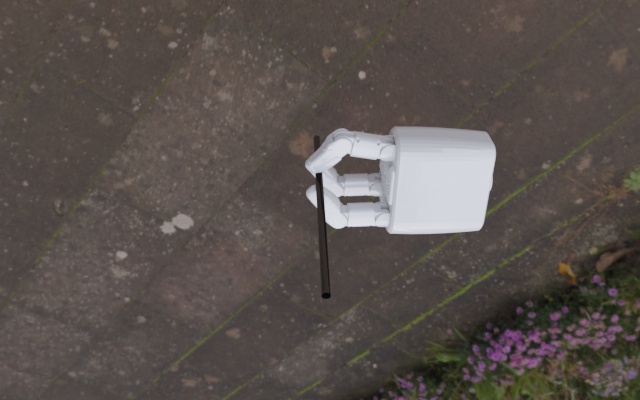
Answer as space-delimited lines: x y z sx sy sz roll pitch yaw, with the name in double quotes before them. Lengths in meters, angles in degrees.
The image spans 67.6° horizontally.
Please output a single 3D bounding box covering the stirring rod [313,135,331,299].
"stirring rod" 0.000 0.001 0.485 0.011 0.011 0.239 0 40 -3
